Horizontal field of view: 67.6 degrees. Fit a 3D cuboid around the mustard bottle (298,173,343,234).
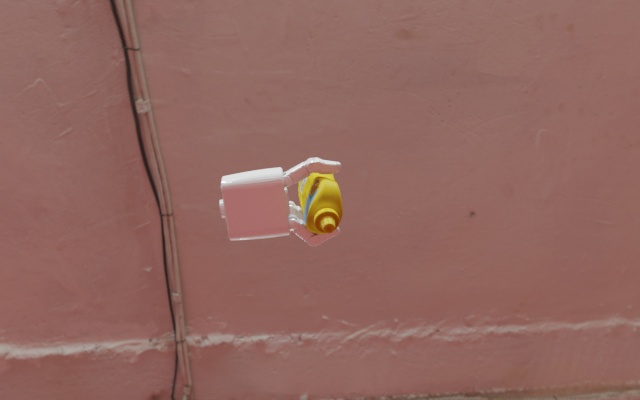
[{"bbox_3d":[0.000,0.003,0.832,0.058,0.096,0.191,15,22,-15],"label":"mustard bottle"}]
